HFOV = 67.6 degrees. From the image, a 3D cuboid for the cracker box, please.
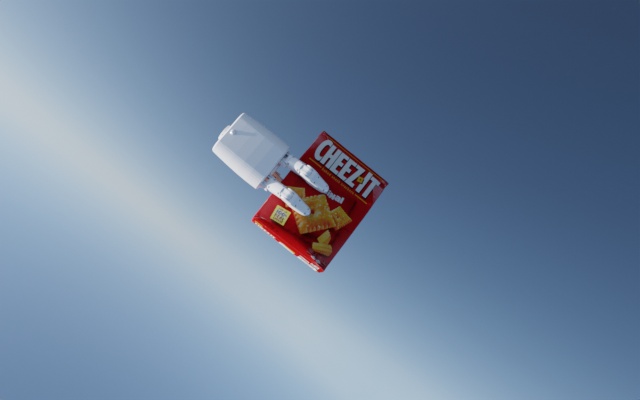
[{"bbox_3d":[0.000,0.003,0.900,0.164,0.213,0.072,39,-13,-4],"label":"cracker box"}]
